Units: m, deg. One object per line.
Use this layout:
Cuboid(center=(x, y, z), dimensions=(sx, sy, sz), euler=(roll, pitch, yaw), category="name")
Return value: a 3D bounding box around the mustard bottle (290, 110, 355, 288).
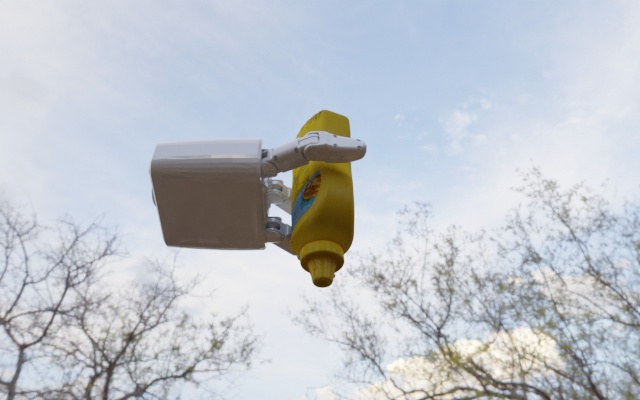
Cuboid(center=(0.000, 0.001, 0.485), dimensions=(0.058, 0.191, 0.096), euler=(17, -45, -18), category="mustard bottle")
